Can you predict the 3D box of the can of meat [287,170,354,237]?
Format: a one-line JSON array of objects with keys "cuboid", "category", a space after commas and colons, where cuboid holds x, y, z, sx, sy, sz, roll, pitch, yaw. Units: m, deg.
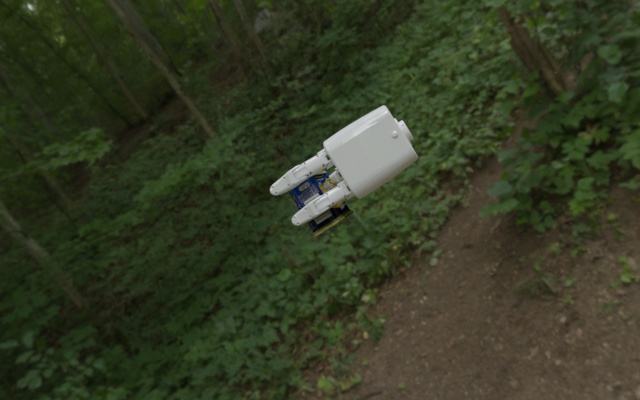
[{"cuboid": [0.000, 0.002, 0.747, 0.057, 0.084, 0.102, -33, -3, 16], "category": "can of meat"}]
